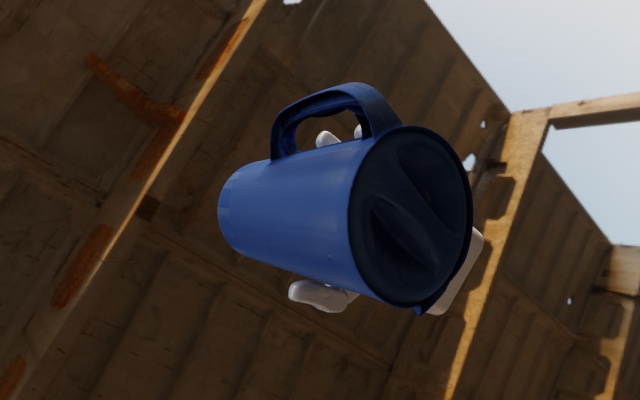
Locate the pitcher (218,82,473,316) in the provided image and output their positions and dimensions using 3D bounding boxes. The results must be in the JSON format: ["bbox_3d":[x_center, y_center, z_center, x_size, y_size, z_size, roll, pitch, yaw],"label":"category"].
[{"bbox_3d":[0.000,0.002,0.436,0.145,0.149,0.243,26,-15,-34],"label":"pitcher"}]
